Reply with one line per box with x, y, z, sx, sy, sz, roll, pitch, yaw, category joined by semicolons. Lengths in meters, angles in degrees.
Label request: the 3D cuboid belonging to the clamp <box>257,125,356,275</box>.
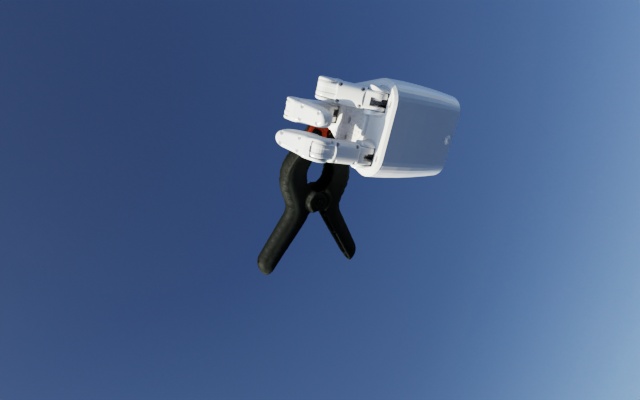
0.000;0.001;0.524;0.120;0.171;0.039;0;23;-36;clamp
